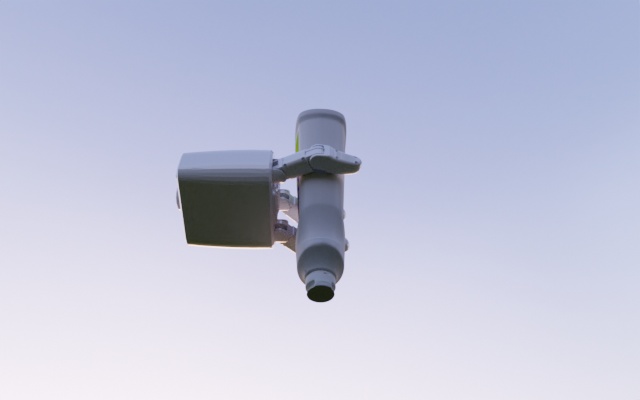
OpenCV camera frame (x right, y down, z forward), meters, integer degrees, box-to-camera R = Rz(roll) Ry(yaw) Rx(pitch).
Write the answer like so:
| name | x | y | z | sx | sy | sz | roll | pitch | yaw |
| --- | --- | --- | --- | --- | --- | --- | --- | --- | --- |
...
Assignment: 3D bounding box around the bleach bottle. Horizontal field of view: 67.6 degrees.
| name | x | y | z | sx | sy | sz | roll | pitch | yaw |
| --- | --- | --- | --- | --- | --- | --- | --- | --- | --- |
| bleach bottle | 0.000 | 0.002 | 0.558 | 0.068 | 0.103 | 0.250 | 1 | 43 | -1 |
